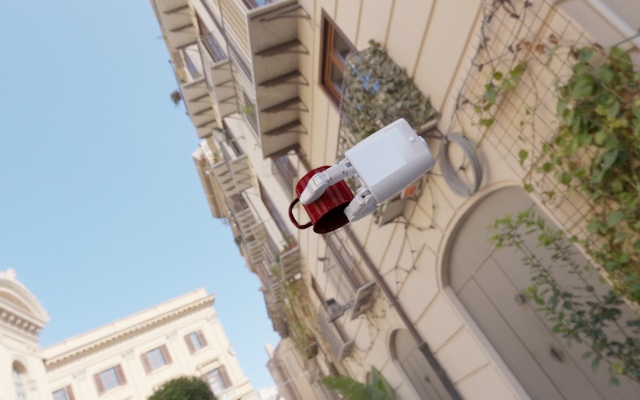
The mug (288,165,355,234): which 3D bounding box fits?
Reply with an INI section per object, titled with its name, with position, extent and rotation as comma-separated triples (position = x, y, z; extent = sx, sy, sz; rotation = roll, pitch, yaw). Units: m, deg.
[mug]
position = -0.001, 0.003, 0.793
extent = 0.117, 0.081, 0.093
rotation = -31, -24, 1
